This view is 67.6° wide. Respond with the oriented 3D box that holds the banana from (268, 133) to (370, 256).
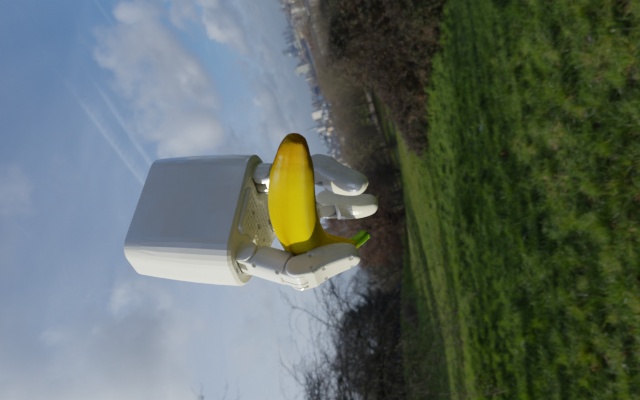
[{"bbox_3d":[-0.008,0.019,0.403,0.037,0.069,0.198,22,-15,26],"label":"banana"}]
